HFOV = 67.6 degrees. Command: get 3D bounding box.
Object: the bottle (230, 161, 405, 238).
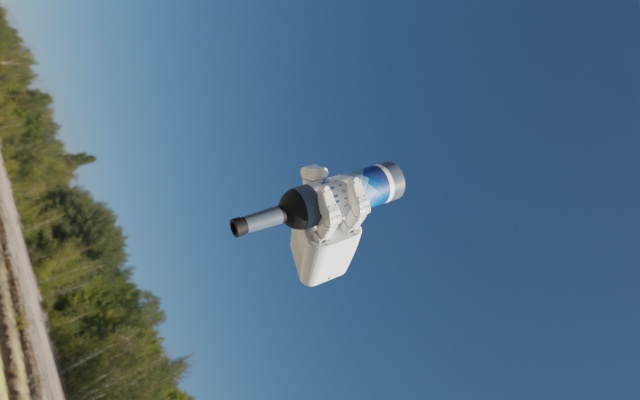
[{"bbox_3d":[0.000,0.002,0.744,0.295,0.069,0.069,-17,8,-30],"label":"bottle"}]
